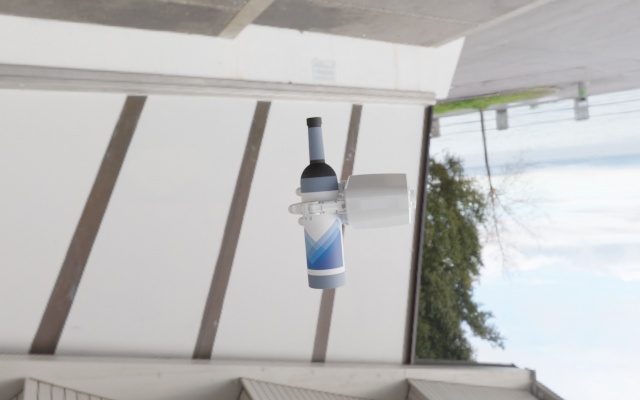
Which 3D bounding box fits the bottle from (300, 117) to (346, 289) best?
[{"bbox_3d":[0.000,0.003,0.837,0.069,0.296,0.069,-5,3,0],"label":"bottle"}]
